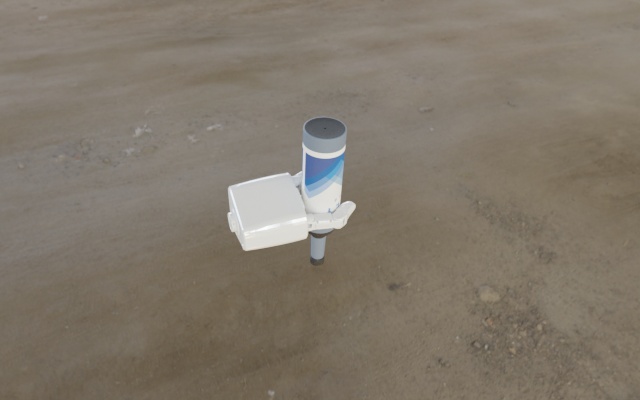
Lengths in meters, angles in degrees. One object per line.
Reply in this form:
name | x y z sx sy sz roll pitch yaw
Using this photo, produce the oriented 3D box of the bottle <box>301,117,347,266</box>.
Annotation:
bottle | 0.000 0.002 0.816 0.069 0.296 0.069 2 40 -2
